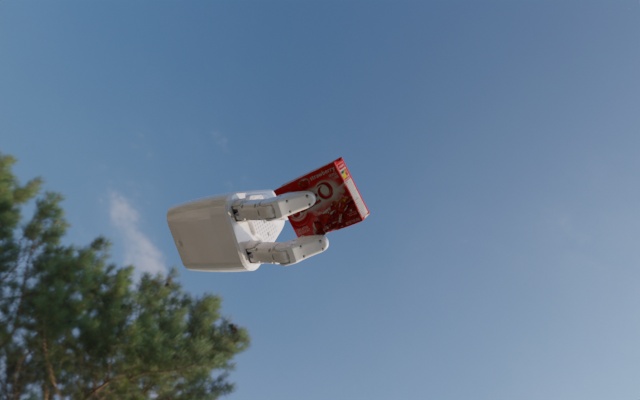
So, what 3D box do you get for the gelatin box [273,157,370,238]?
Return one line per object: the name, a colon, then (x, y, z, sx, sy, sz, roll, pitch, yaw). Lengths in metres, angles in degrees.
gelatin box: (0.001, 0.002, 0.547, 0.089, 0.073, 0.030, -23, 8, 28)
